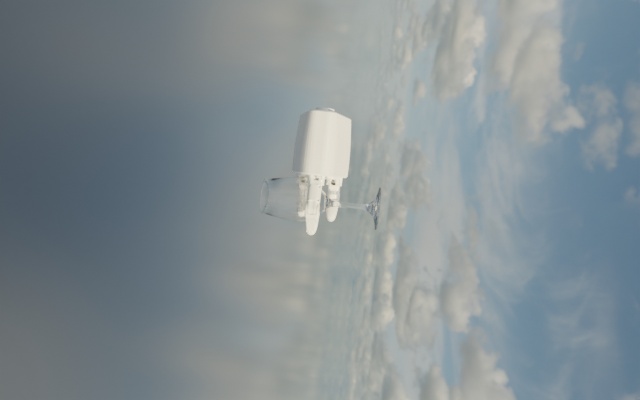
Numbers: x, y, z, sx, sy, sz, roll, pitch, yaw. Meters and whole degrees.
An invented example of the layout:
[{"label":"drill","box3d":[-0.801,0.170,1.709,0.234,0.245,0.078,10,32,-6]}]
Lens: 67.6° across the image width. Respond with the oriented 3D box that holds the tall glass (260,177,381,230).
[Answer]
[{"label":"tall glass","box3d":[0.001,0.003,0.823,0.201,0.079,0.079,6,0,4]}]
